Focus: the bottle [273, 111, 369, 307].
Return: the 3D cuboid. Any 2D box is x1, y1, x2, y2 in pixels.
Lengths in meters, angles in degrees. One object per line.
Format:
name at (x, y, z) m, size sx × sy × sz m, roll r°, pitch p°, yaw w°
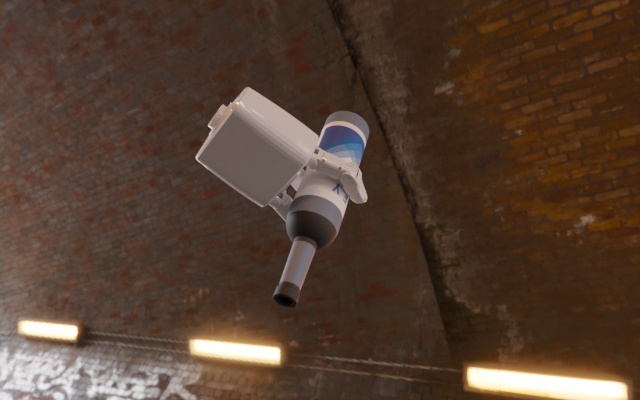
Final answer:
bottle at (0.000, 0.002, 0.612) m, size 0.069 × 0.295 × 0.069 m, roll 12°, pitch -39°, yaw 10°
